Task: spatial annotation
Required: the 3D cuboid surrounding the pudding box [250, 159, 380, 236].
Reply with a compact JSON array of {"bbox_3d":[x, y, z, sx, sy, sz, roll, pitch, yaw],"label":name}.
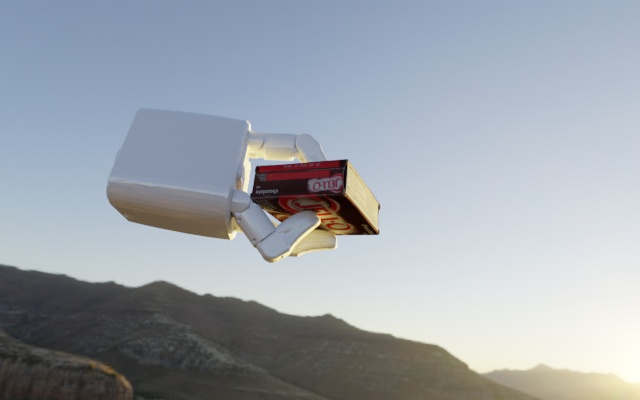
[{"bbox_3d":[0.000,0.001,0.453,0.090,0.039,0.113,-2,-20,23],"label":"pudding box"}]
